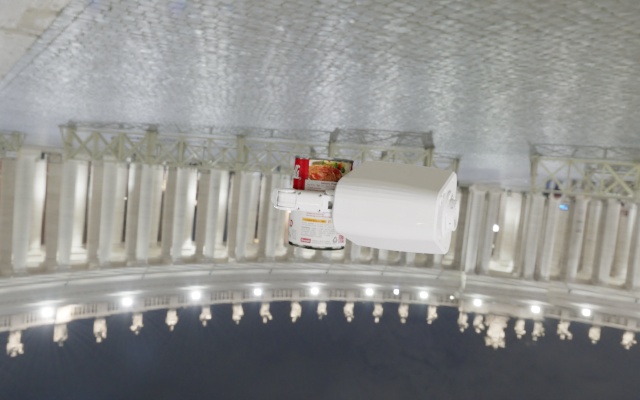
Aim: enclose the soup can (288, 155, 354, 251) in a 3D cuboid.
[{"bbox_3d":[0.000,0.002,0.547,0.068,0.102,0.068,5,4,0],"label":"soup can"}]
